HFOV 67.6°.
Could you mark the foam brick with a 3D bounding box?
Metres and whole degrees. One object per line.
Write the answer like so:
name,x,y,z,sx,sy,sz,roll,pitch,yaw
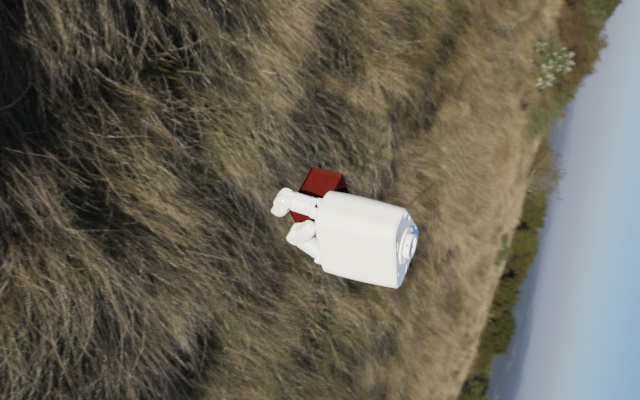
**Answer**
foam brick,0.000,0.002,0.668,0.051,0.078,0.053,11,-33,26
